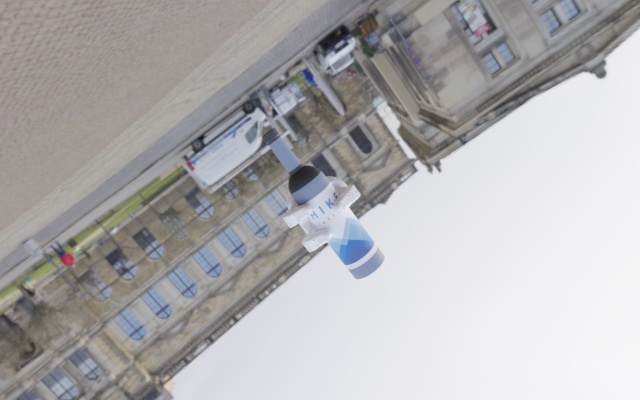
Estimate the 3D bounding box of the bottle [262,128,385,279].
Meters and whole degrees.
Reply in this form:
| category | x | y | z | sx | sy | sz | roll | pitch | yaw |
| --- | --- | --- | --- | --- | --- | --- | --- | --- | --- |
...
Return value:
| category | x | y | z | sx | sy | sz | roll | pitch | yaw |
| --- | --- | --- | --- | --- | --- | --- | --- | --- | --- |
| bottle | 0.000 | 0.003 | 0.818 | 0.069 | 0.296 | 0.069 | -35 | 11 | 8 |
